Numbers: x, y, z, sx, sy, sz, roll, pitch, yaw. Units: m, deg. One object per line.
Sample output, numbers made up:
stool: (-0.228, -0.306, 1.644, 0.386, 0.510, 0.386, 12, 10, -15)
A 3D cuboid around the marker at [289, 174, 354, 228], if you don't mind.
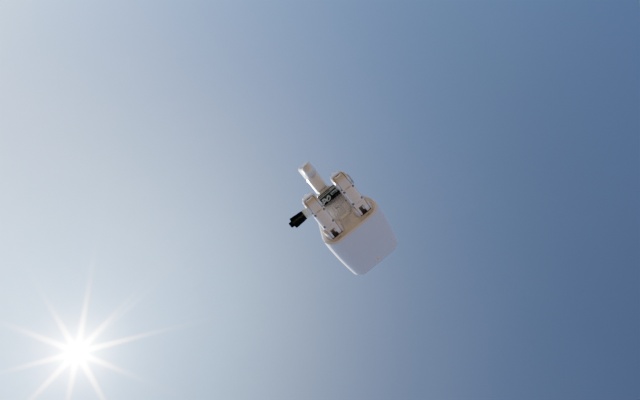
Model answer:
marker: (0.000, 0.002, 0.749, 0.121, 0.020, 0.020, -38, 0, 0)
